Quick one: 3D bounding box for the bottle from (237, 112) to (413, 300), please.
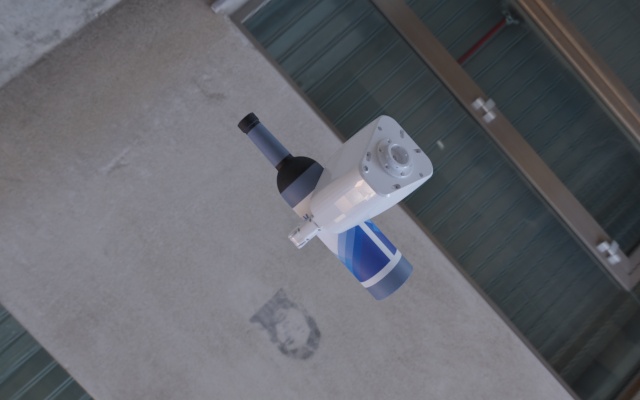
[{"bbox_3d":[0.000,0.002,0.632,0.069,0.296,0.069,-42,3,3],"label":"bottle"}]
